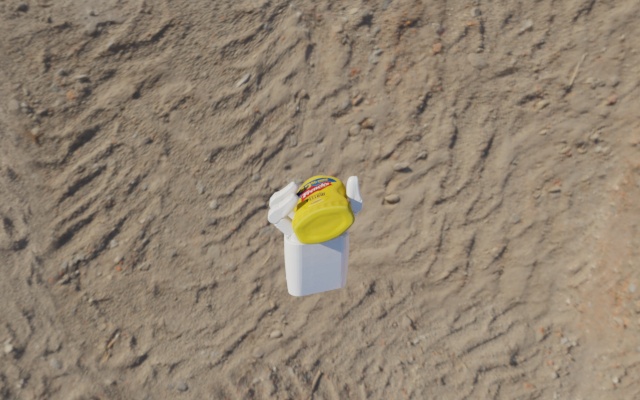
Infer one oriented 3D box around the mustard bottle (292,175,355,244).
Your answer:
[{"bbox_3d":[0.000,0.002,0.812,0.096,0.058,0.191,-24,22,6],"label":"mustard bottle"}]
